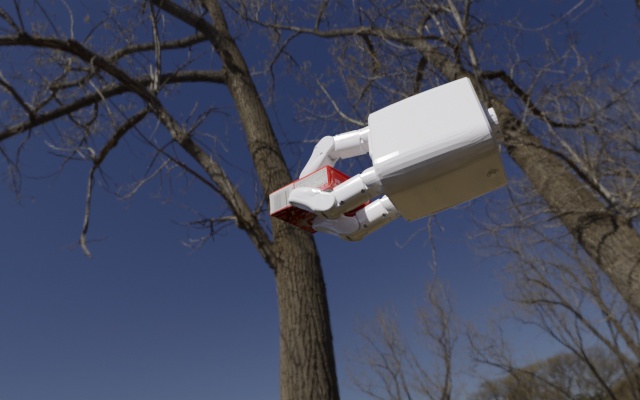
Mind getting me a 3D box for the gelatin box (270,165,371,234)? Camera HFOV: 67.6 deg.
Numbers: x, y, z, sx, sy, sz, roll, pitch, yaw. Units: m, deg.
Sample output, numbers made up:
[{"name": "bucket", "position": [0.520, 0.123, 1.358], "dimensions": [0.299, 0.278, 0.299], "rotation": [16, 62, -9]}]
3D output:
[{"name": "gelatin box", "position": [0.000, 0.001, 0.526], "dimensions": [0.089, 0.030, 0.073], "rotation": [-25, -34, 32]}]
